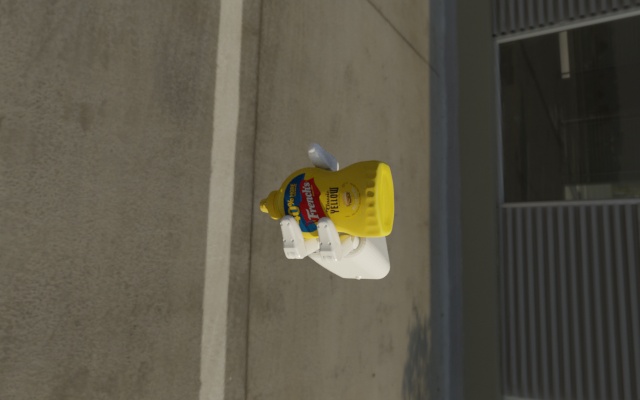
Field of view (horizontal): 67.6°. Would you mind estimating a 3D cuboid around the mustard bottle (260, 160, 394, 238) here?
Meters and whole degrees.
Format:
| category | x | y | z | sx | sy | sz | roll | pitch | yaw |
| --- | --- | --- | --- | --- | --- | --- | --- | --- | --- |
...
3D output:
| category | x | y | z | sx | sy | sz | roll | pitch | yaw |
| --- | --- | --- | --- | --- | --- | --- | --- | --- | --- |
| mustard bottle | 0.000 | 0.002 | 0.640 | 0.191 | 0.096 | 0.058 | -3 | -2 | 30 |
